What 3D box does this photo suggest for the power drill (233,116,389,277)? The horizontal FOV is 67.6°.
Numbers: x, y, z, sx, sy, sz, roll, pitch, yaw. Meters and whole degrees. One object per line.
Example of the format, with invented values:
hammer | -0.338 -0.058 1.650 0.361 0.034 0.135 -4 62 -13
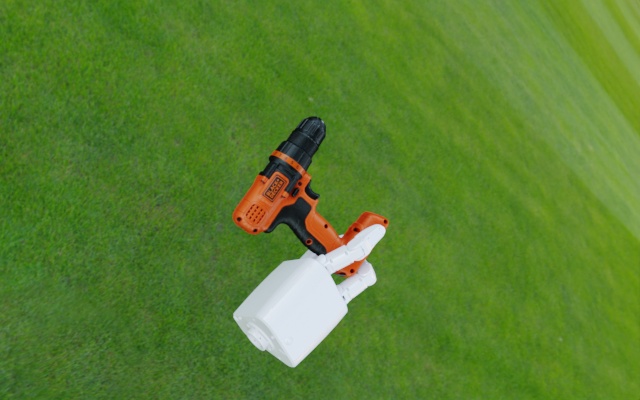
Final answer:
power drill | 0.000 0.003 0.660 0.188 0.184 0.057 37 -8 -12
